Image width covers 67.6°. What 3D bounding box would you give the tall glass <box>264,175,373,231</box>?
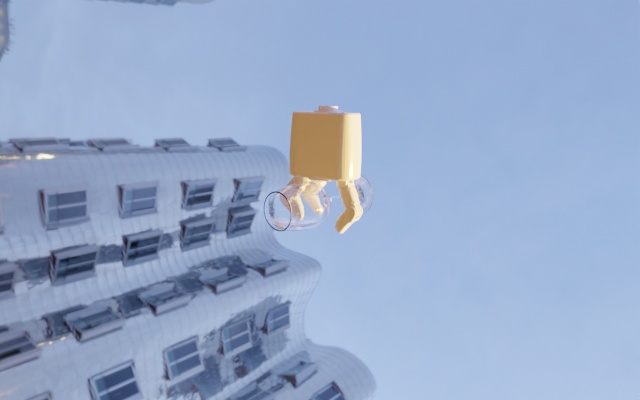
[{"bbox_3d":[0.001,0.003,0.794,0.079,0.079,0.201,0,8,42],"label":"tall glass"}]
